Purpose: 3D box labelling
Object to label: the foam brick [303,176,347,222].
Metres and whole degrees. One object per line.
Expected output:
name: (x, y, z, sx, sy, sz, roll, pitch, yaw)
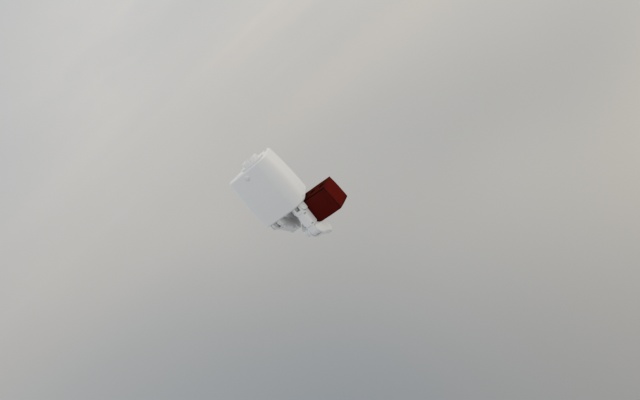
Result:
foam brick: (0.000, 0.003, 0.879, 0.078, 0.051, 0.053, -35, 12, 26)
